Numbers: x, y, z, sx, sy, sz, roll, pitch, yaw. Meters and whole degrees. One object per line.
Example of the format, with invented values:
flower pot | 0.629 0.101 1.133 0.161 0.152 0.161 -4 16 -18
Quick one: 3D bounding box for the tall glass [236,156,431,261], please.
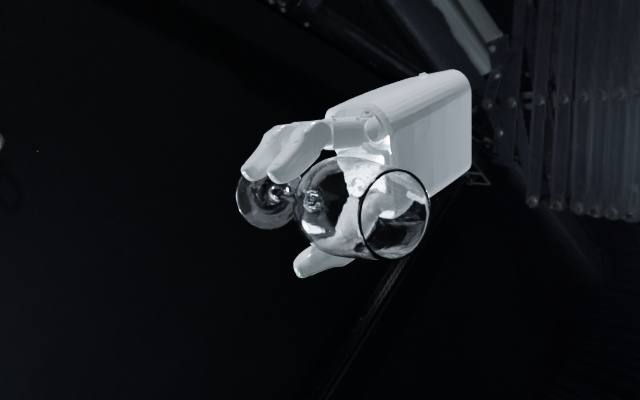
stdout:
tall glass | 0.000 0.001 0.402 0.079 0.079 0.201 0 5 -31
